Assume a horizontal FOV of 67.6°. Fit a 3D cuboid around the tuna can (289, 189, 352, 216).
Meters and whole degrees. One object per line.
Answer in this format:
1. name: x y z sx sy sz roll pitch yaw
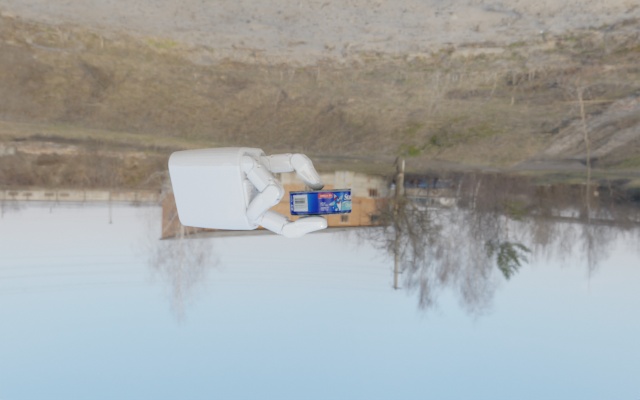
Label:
1. tuna can: 0.000 0.003 0.654 0.086 0.034 0.086 -3 1 0
